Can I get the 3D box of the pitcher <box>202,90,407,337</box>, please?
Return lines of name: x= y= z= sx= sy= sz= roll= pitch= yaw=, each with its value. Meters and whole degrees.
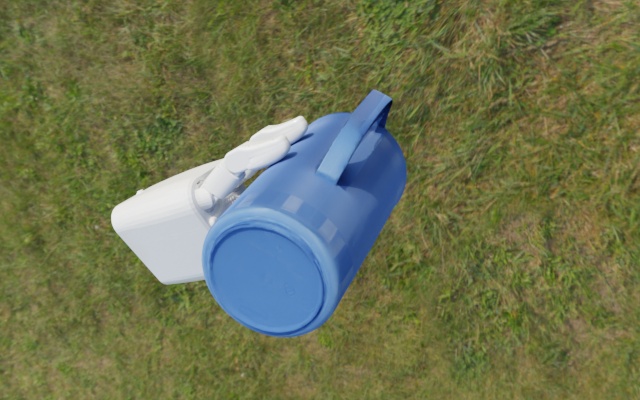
pitcher: x=0.000 y=0.002 z=0.435 sx=0.145 sy=0.149 sz=0.242 roll=-12 pitch=18 yaw=23
